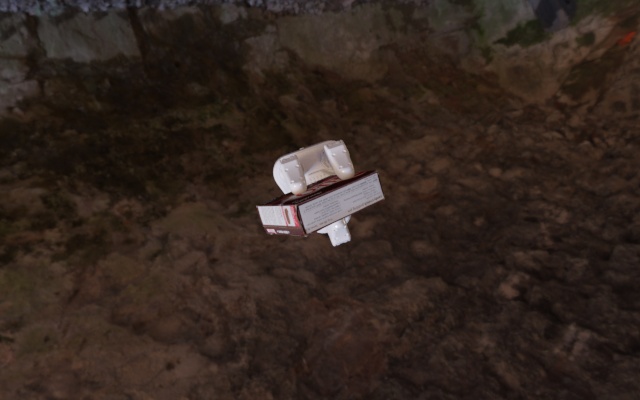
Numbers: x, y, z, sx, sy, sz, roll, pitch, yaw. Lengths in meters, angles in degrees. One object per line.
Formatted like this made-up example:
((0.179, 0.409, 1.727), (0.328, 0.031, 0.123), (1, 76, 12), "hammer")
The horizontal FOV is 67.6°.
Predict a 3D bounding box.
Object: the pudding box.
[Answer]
((0.000, 0.002, 0.525), (0.113, 0.039, 0.090), (-26, 12, -31), "pudding box")
